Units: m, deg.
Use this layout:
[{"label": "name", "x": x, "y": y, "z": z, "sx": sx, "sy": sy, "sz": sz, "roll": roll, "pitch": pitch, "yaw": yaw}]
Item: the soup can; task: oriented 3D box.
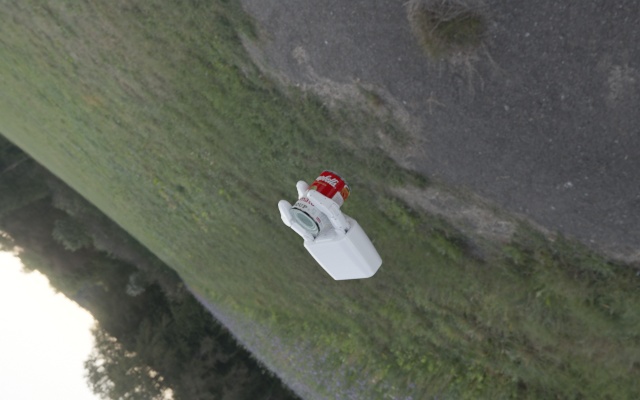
[{"label": "soup can", "x": 0.000, "y": 0.003, "z": 0.879, "sx": 0.102, "sy": 0.068, "sz": 0.068, "roll": -50, "pitch": 26, "yaw": -24}]
